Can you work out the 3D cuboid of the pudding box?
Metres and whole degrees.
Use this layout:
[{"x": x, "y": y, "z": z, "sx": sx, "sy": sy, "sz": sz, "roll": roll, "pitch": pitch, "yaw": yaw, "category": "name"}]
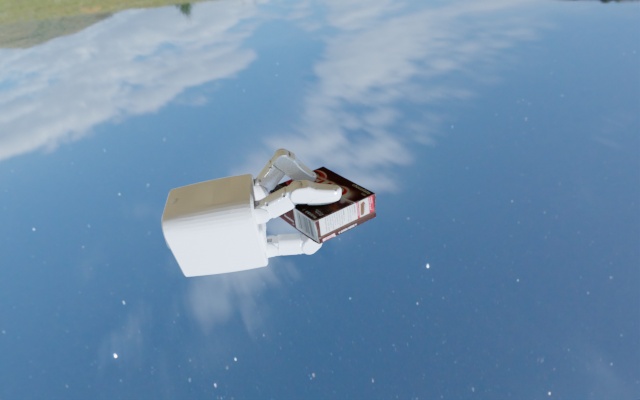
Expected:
[{"x": 0.000, "y": 0.002, "z": 0.594, "sx": 0.090, "sy": 0.039, "sz": 0.113, "roll": -25, "pitch": 36, "yaw": -27, "category": "pudding box"}]
